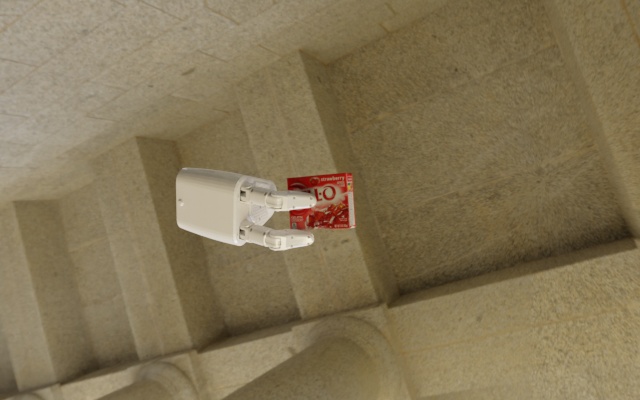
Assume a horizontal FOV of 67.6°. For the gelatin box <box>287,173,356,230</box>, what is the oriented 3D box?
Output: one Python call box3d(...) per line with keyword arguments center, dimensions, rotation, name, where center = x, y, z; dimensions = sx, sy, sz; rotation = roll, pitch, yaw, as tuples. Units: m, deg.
box3d(center=(0.001, 0.002, 0.643), dimensions=(0.089, 0.073, 0.030), rotation=(-3, 1, 23), name="gelatin box")
